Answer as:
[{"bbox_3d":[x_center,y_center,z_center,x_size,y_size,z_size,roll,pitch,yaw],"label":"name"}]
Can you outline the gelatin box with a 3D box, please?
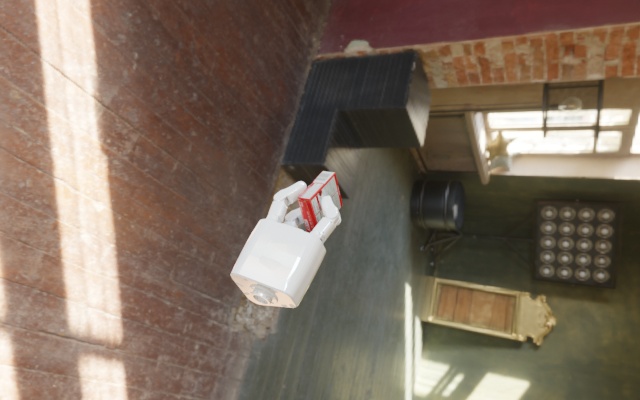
[{"bbox_3d":[0.001,0.003,0.830,0.030,0.073,0.089,10,41,32],"label":"gelatin box"}]
